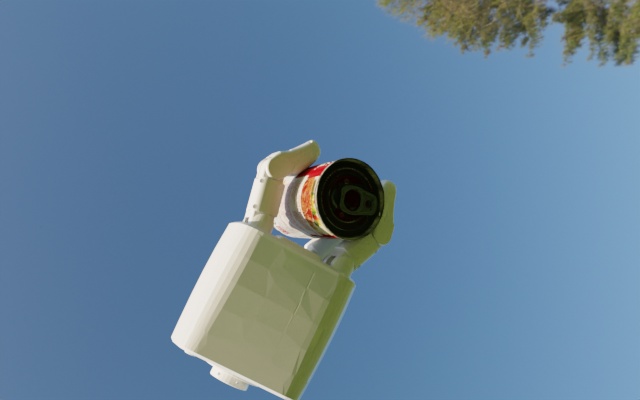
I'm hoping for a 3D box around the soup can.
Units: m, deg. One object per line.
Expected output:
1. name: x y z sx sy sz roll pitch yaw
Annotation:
1. soup can: 0.000 0.001 0.432 0.068 0.068 0.102 0 -3 -30
